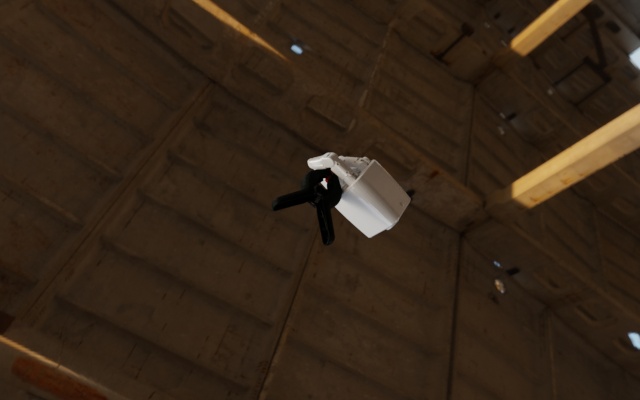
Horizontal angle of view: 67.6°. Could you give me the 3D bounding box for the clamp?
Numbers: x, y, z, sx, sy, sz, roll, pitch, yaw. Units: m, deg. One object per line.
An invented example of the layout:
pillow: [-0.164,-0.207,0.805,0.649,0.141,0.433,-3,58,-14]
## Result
clamp: [0.000,0.003,0.843,0.039,0.120,0.171,-43,4,44]
